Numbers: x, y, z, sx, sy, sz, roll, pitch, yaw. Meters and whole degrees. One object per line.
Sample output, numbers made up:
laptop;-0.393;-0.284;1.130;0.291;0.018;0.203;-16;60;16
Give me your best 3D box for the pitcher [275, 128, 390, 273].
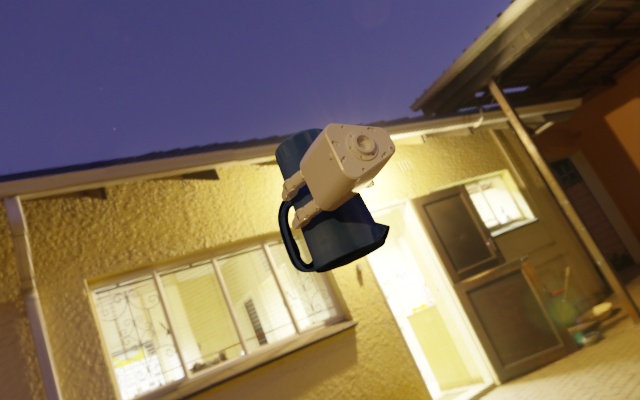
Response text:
pitcher;0.000;0.003;0.856;0.149;0.242;0.145;-17;-17;-25
